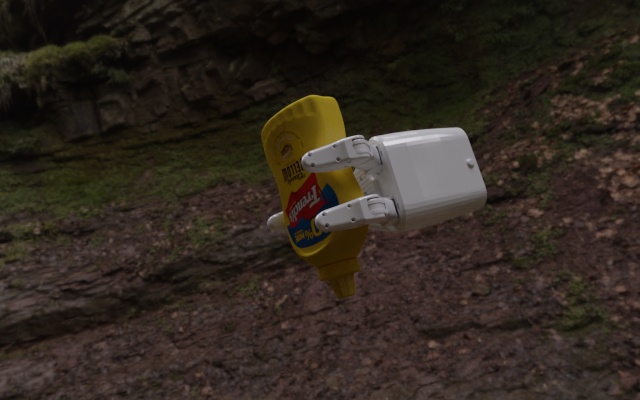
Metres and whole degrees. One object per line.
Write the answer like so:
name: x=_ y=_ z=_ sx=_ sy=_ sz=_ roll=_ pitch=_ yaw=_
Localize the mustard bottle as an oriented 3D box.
mustard bottle: x=0.000 y=0.001 z=0.473 sx=0.058 sy=0.191 sz=0.096 roll=-5 pitch=-16 yaw=-45
